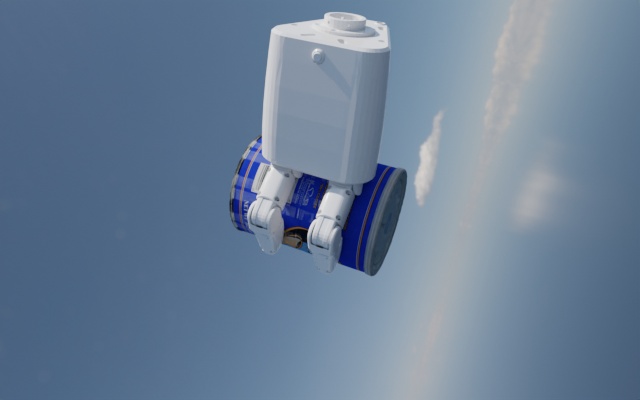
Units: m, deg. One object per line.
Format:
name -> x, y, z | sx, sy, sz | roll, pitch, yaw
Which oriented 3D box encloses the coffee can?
coffee can -> 0.000, 0.002, 0.457 | 0.140, 0.103, 0.103 | 17, 5, 17
